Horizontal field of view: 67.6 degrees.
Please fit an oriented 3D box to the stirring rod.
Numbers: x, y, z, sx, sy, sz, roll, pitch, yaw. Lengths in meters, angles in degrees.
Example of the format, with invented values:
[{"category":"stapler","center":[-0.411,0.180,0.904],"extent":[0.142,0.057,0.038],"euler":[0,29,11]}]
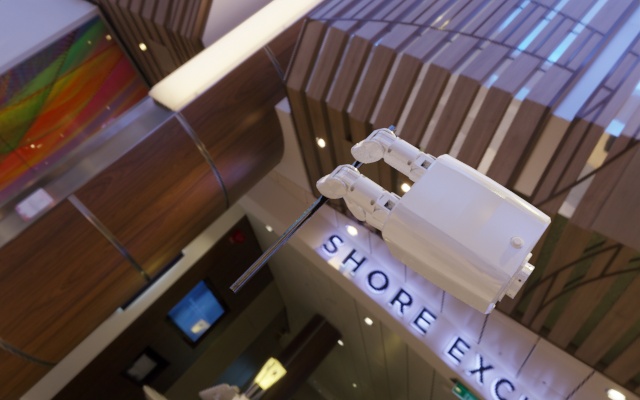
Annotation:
[{"category":"stirring rod","center":[0.000,0.002,0.470],"extent":[0.239,0.011,0.011],"euler":[-45,21,-22]}]
